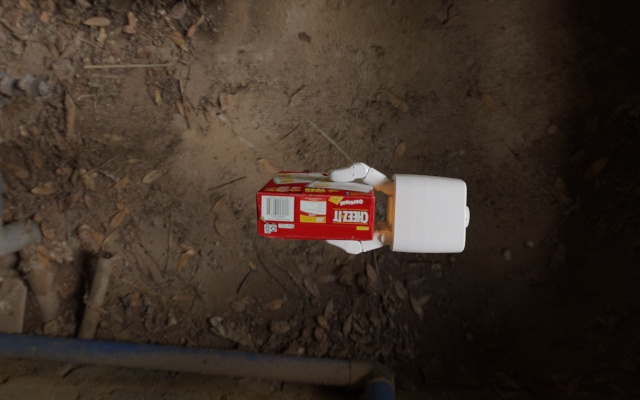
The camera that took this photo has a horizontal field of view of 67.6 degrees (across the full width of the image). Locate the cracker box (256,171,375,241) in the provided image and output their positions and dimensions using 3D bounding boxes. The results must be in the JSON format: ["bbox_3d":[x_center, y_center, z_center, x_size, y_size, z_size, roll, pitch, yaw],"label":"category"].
[{"bbox_3d":[0.000,0.002,0.752,0.164,0.072,0.213,2,11,4],"label":"cracker box"}]
